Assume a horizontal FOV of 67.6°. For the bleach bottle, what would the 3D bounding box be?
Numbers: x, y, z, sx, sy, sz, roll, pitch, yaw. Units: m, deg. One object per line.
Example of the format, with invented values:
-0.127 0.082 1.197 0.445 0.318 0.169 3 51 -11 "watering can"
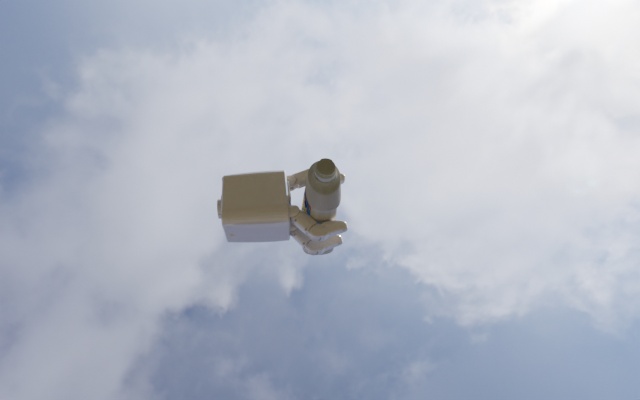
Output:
0.000 0.003 0.794 0.068 0.102 0.251 -3 -28 -5 "bleach bottle"
